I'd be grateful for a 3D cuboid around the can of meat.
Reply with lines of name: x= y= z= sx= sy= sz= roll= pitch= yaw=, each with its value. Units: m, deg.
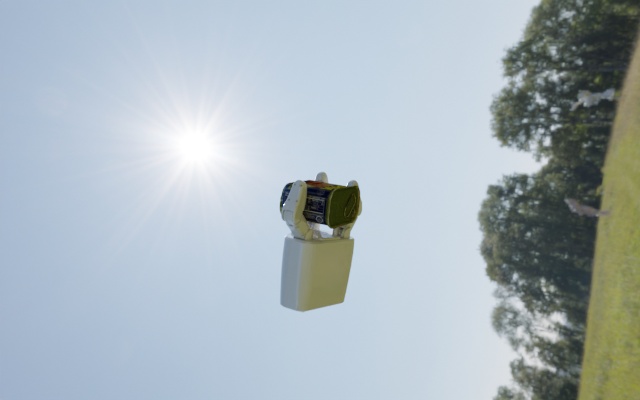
can of meat: x=0.000 y=0.002 z=0.709 sx=0.084 sy=0.057 sz=0.102 roll=10 pitch=10 yaw=27
